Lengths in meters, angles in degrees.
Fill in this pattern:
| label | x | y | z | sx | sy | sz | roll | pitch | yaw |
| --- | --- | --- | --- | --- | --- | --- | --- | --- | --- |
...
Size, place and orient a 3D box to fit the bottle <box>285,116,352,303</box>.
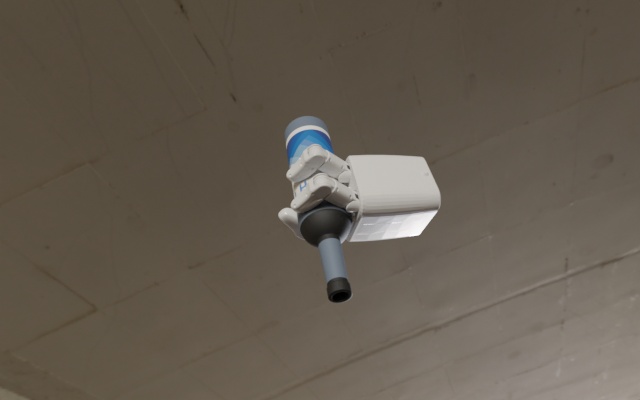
| label | x | y | z | sx | sy | sz | roll | pitch | yaw |
| --- | --- | --- | --- | --- | --- | --- | --- | --- | --- |
| bottle | 0.000 | 0.002 | 0.627 | 0.069 | 0.295 | 0.069 | -6 | -44 | -6 |
